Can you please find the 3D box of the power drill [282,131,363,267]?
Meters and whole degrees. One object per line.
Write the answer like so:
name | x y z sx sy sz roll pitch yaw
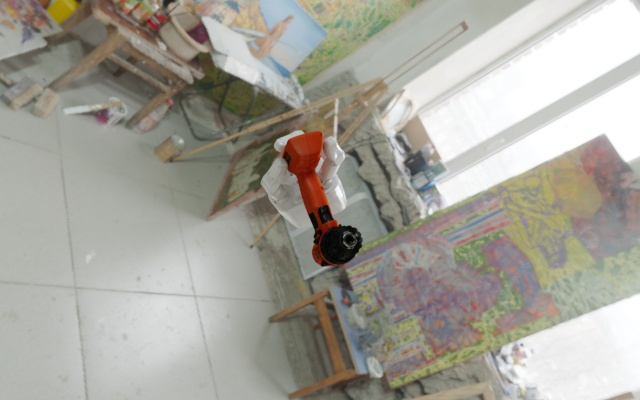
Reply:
power drill | 0.000 0.002 0.676 0.057 0.187 0.184 -14 -9 -14
